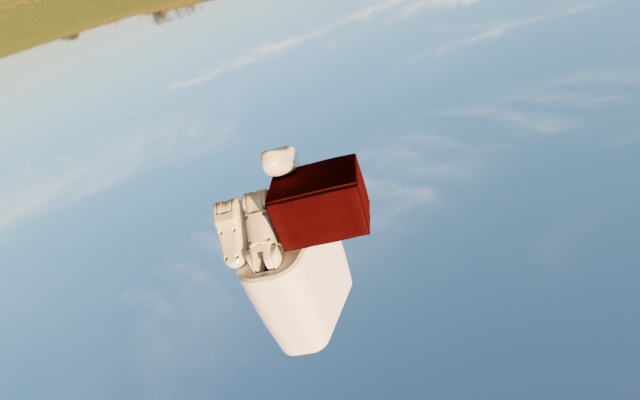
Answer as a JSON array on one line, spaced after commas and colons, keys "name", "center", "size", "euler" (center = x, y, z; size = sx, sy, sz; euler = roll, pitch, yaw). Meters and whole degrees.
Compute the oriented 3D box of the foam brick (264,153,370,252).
[{"name": "foam brick", "center": [0.000, 0.001, 0.404], "size": [0.078, 0.051, 0.053], "euler": [-13, 31, 13]}]
